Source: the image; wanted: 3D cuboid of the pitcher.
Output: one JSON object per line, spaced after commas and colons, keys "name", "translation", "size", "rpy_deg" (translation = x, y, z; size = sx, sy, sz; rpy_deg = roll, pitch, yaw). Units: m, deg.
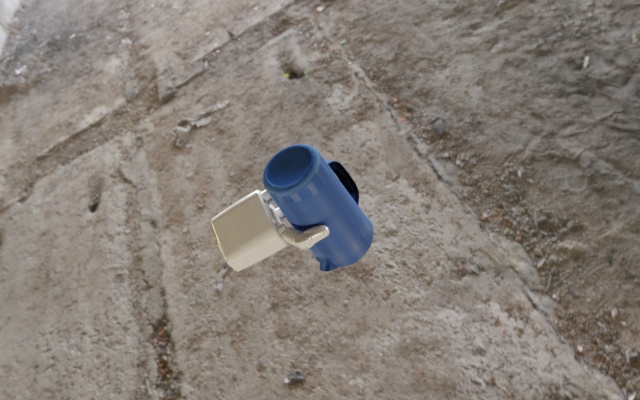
{"name": "pitcher", "translation": [0.000, 0.003, 0.874], "size": [0.145, 0.149, 0.243], "rpy_deg": [-30, -44, 5]}
